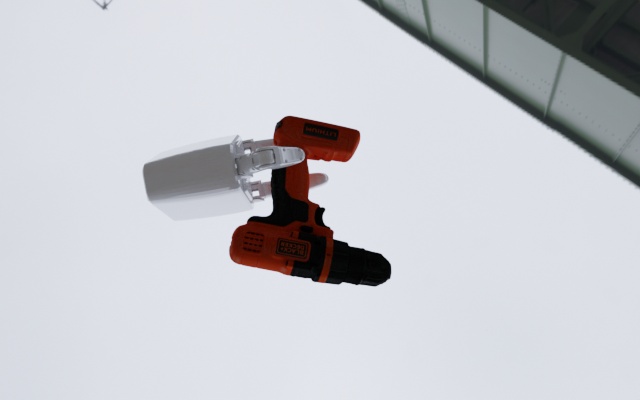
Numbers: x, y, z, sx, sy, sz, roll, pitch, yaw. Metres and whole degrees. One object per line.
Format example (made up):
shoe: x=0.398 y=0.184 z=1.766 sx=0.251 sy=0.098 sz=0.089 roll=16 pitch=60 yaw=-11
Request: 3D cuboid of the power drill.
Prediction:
power drill: x=0.000 y=0.001 z=0.559 sx=0.184 sy=0.187 sz=0.057 roll=12 pitch=-22 yaw=-9
